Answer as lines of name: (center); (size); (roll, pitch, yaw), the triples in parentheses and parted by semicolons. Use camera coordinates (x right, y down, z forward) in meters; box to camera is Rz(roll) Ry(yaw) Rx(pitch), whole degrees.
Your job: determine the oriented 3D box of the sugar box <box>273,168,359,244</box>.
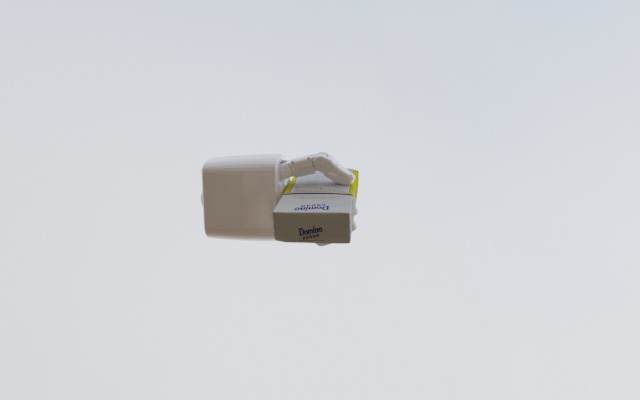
sugar box: (0.000, 0.003, 0.633); (0.093, 0.048, 0.176); (1, 23, 8)
